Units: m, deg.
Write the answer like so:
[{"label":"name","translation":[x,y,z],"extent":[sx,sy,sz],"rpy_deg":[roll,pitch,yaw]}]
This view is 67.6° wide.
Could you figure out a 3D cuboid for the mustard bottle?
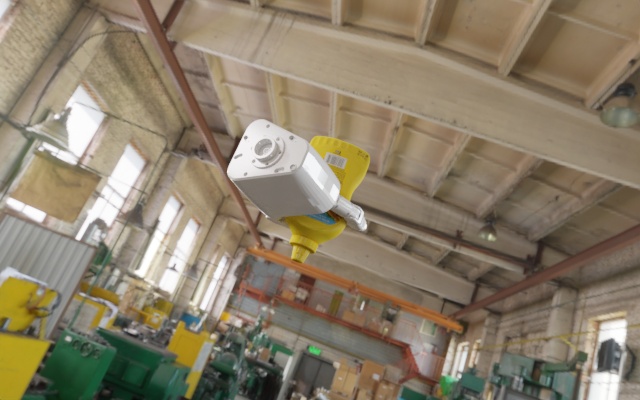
[{"label":"mustard bottle","translation":[0.000,0.002,0.712],"extent":[0.096,0.191,0.058],"rpy_deg":[20,-18,5]}]
